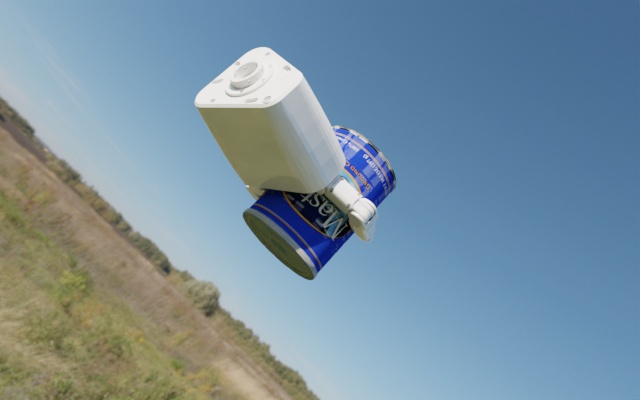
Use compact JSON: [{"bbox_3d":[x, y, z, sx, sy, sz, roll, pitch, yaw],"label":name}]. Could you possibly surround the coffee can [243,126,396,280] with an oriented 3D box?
[{"bbox_3d":[0.000,0.002,0.525,0.140,0.103,0.103,-46,18,-18],"label":"coffee can"}]
